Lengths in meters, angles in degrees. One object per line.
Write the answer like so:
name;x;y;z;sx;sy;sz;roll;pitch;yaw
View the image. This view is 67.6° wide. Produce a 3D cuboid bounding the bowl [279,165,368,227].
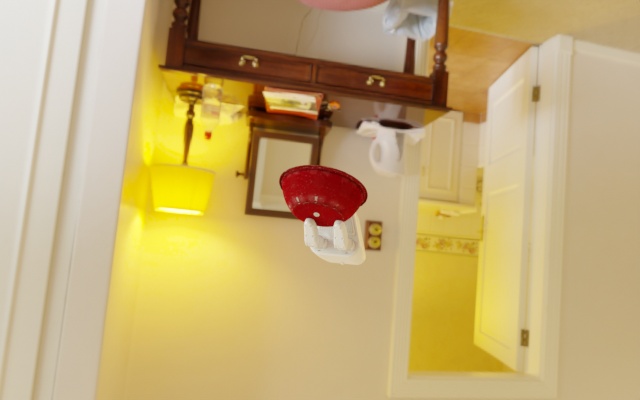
bowl;-0.001;0.002;0.843;0.162;0.055;0.162;9;-28;5
